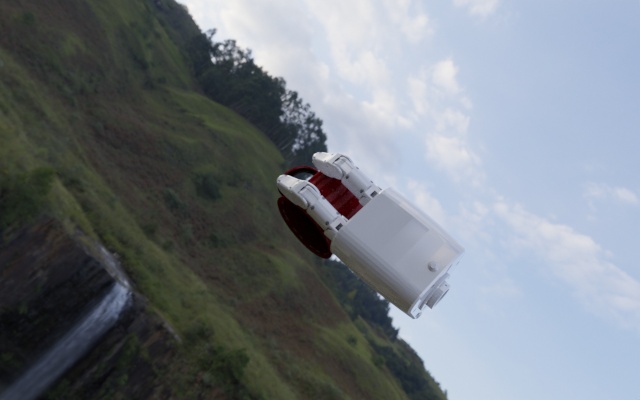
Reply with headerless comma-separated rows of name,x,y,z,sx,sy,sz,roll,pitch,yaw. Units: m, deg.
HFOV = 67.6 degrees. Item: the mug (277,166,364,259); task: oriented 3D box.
mug,-0.001,0.001,0.582,0.081,0.117,0.093,-40,-23,-21
